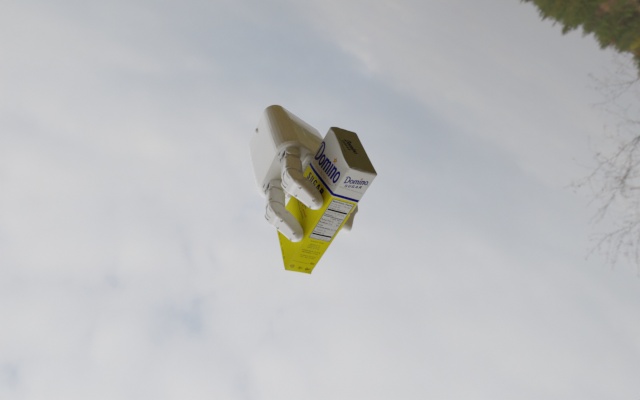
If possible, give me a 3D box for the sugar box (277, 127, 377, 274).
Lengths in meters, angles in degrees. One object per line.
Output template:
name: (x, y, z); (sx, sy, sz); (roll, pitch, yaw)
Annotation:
sugar box: (0.000, 0.002, 0.612); (0.048, 0.176, 0.093); (12, 35, -25)
